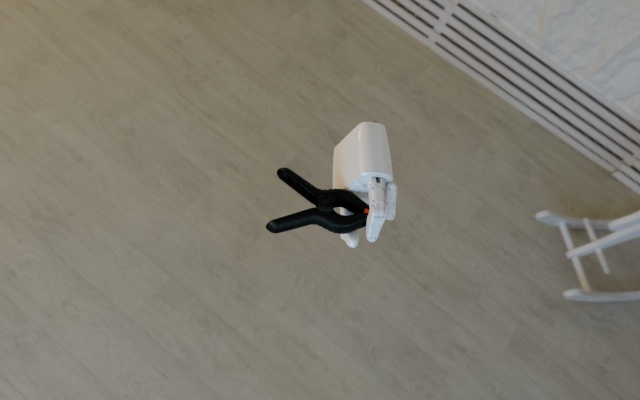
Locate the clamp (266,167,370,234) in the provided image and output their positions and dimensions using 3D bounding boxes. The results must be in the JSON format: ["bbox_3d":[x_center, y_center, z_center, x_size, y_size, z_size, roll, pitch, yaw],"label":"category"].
[{"bbox_3d":[0.000,0.002,0.755,0.171,0.120,0.039,5,-29,-12],"label":"clamp"}]
